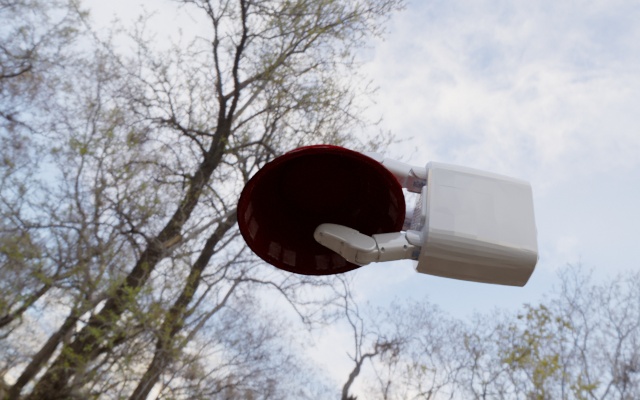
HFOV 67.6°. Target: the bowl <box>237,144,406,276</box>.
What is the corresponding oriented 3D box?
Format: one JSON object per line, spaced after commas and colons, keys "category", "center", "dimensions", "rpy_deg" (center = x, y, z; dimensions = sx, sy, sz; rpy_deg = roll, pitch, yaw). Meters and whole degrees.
{"category": "bowl", "center": [-0.001, 0.001, 0.473], "dimensions": [0.162, 0.162, 0.055], "rpy_deg": [0, 39, -4]}
